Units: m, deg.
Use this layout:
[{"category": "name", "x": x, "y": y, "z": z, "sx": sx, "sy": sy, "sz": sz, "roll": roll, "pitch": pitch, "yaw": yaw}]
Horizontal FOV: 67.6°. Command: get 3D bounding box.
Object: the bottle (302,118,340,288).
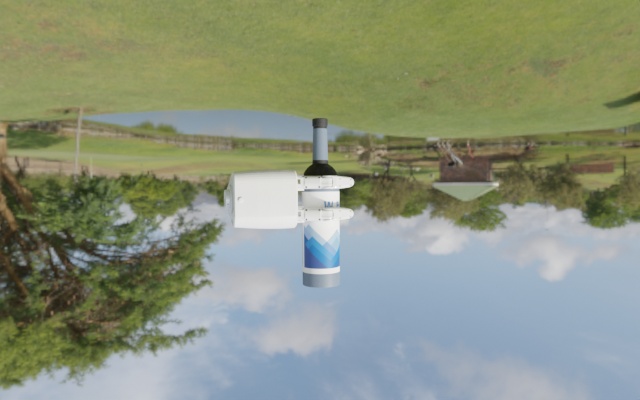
[{"category": "bottle", "x": 0.000, "y": 0.003, "z": 0.850, "sx": 0.069, "sy": 0.296, "sz": 0.069, "roll": 0, "pitch": 2, "yaw": 0}]
